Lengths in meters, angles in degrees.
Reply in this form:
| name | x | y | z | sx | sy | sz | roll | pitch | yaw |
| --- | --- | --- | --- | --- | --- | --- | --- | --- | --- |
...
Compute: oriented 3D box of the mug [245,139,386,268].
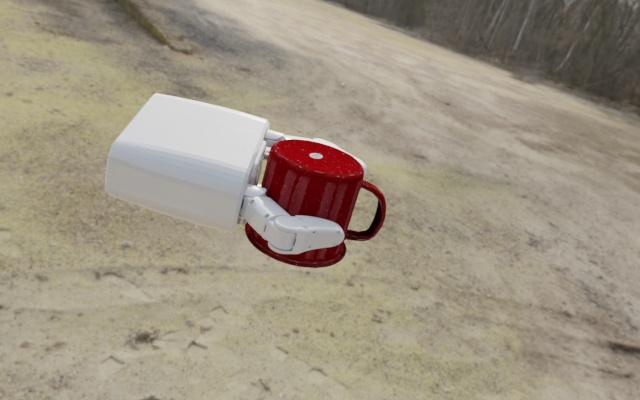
| name | x | y | z | sx | sy | sz | roll | pitch | yaw |
| --- | --- | --- | --- | --- | --- | --- | --- | --- | --- |
| mug | 0.002 | 0.002 | 0.412 | 0.117 | 0.081 | 0.093 | 14 | 23 | -5 |
